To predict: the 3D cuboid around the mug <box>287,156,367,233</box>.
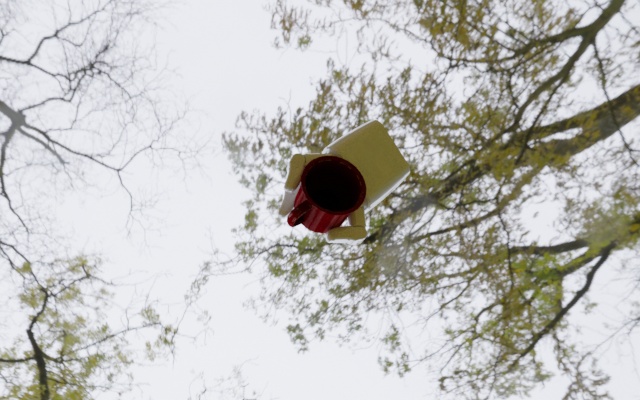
[{"bbox_3d":[-0.001,0.003,0.677,0.117,0.093,0.081,-36,-12,-29],"label":"mug"}]
